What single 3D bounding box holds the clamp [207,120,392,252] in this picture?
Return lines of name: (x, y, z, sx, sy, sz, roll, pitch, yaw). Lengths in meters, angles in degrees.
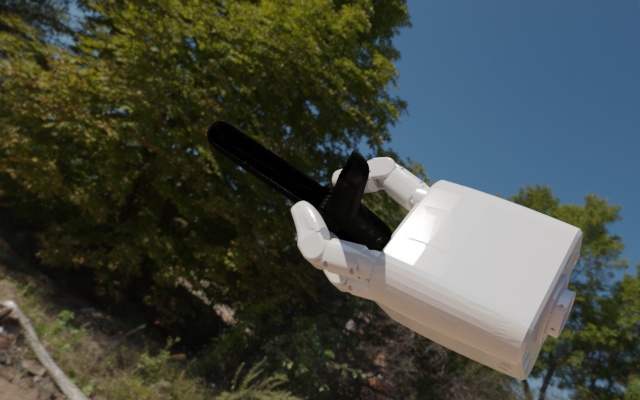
clamp: (0.001, 0.001, 0.431, 0.164, 0.036, 0.210, 22, -17, 34)
